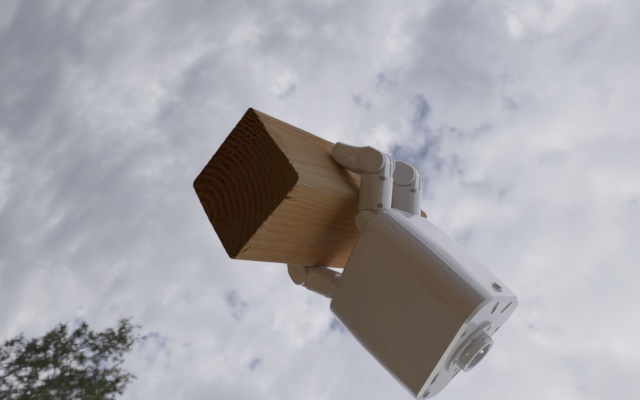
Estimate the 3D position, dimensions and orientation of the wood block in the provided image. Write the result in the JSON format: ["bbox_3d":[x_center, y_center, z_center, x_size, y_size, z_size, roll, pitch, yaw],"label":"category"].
[{"bbox_3d":[0.000,0.002,0.450,0.206,0.091,0.090,15,33,-51],"label":"wood block"}]
